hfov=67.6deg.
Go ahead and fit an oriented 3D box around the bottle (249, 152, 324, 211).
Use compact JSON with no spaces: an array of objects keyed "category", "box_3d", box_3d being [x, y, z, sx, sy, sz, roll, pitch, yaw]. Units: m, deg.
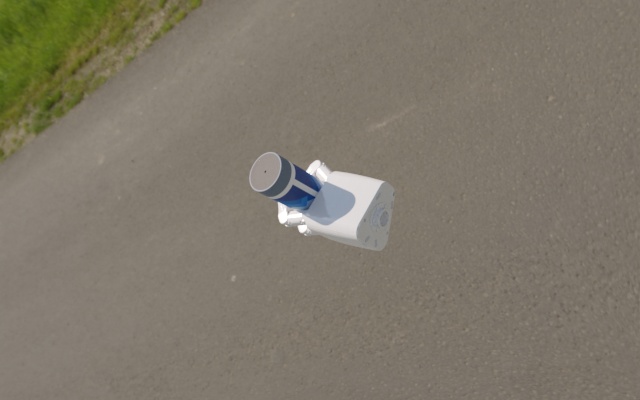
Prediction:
[{"category":"bottle","box_3d":[0.000,0.003,0.844,0.069,0.069,0.296,0,-19,38]}]
